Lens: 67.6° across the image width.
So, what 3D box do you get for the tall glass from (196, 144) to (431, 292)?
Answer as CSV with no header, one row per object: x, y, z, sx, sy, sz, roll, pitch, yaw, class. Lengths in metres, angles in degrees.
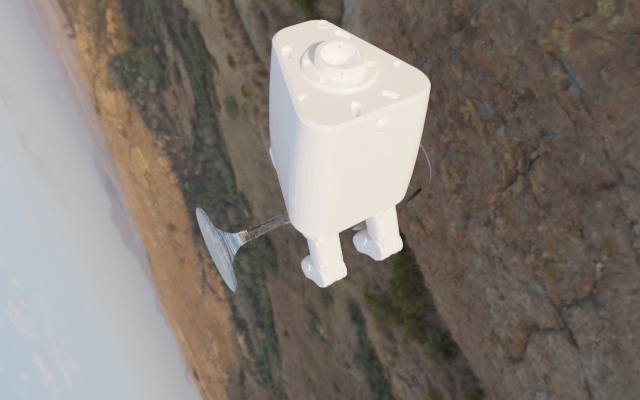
-0.001,0.002,0.419,0.201,0.079,0.079,-24,9,-21,tall glass
